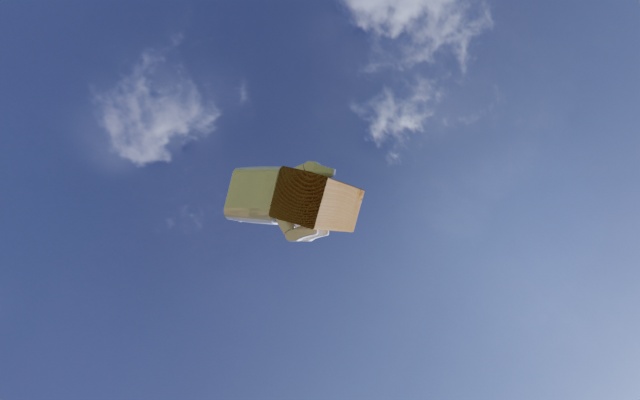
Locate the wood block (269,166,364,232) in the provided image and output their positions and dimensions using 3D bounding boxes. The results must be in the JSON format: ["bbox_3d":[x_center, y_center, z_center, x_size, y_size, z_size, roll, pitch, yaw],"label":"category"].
[{"bbox_3d":[0.000,0.002,0.875,0.090,0.091,0.206,15,1,22],"label":"wood block"}]
